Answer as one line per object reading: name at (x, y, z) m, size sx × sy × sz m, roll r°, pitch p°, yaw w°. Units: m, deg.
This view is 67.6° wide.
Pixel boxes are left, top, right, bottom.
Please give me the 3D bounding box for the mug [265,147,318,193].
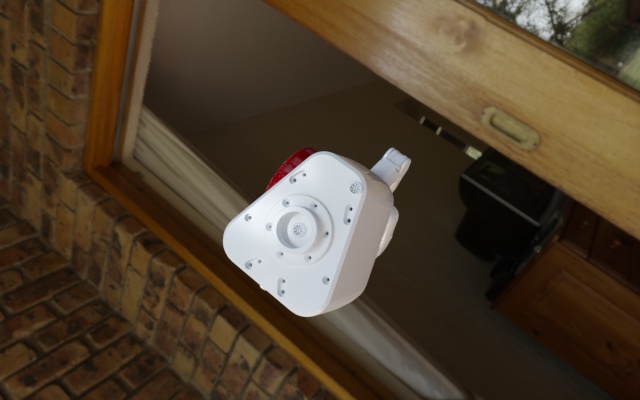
mug at (0.000, 0.002, 0.493) m, size 0.081 × 0.093 × 0.117 m, roll 37°, pitch 4°, yaw 15°
